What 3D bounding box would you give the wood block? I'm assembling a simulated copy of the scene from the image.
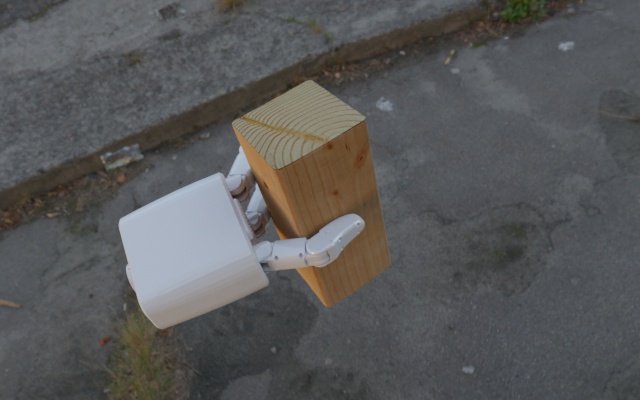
[{"bbox_3d":[0.000,0.002,0.479,0.090,0.206,0.090,-32,47,-14],"label":"wood block"}]
